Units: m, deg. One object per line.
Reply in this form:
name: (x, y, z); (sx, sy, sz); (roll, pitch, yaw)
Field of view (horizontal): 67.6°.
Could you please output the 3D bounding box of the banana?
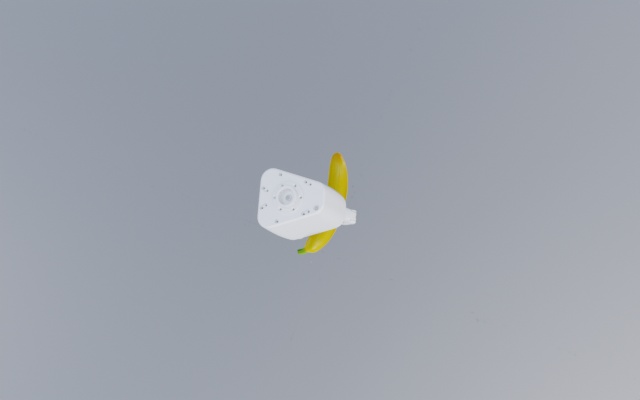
banana: (0.012, 0.011, 0.841); (0.069, 0.198, 0.037); (21, -1, 41)
